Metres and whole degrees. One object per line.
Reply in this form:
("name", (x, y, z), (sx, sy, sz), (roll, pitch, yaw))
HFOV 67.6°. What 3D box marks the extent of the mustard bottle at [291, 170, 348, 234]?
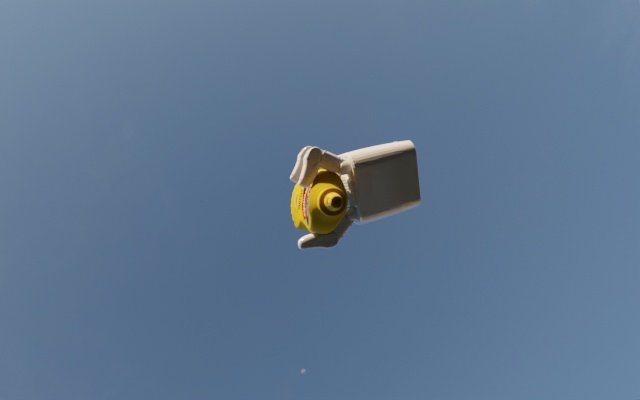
("mustard bottle", (0.000, 0.002, 0.729), (0.058, 0.096, 0.191), (10, -3, -14))
